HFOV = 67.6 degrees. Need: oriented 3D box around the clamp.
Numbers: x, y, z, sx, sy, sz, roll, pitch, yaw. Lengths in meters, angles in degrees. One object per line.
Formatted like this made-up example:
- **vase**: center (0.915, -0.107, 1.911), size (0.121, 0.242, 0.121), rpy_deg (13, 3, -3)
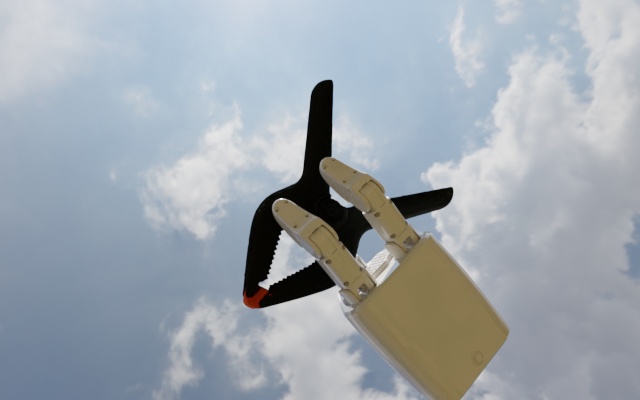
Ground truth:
- **clamp**: center (0.000, 0.002, 0.416), size (0.210, 0.164, 0.036), rpy_deg (-43, -1, -20)
